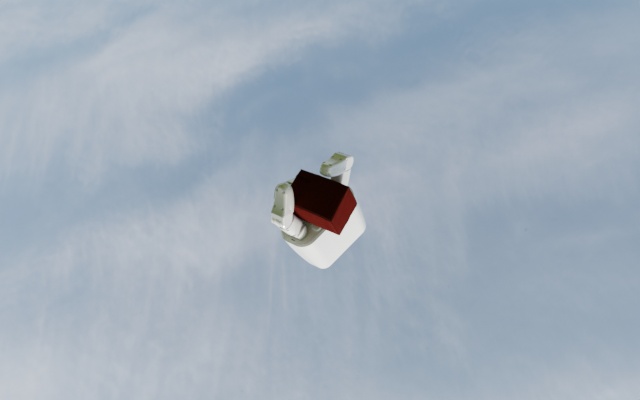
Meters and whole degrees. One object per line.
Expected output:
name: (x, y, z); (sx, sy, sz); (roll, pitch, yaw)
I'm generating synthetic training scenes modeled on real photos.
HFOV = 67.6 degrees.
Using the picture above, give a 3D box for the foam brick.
foam brick: (0.000, 0.002, 0.628); (0.078, 0.053, 0.051); (22, -18, 28)
